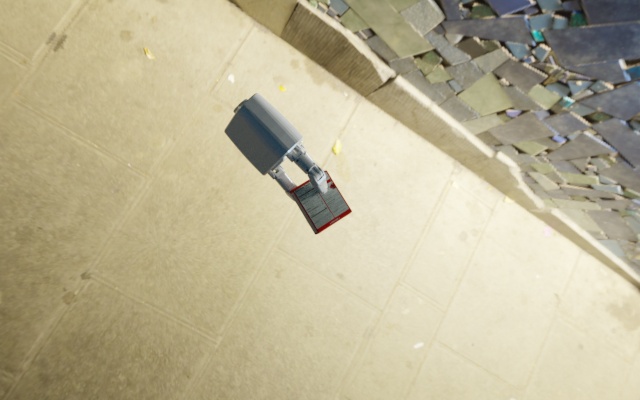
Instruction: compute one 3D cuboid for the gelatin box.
[{"bbox_3d":[0.000,0.003,0.828,0.073,0.089,0.030,-32,0,-17],"label":"gelatin box"}]
